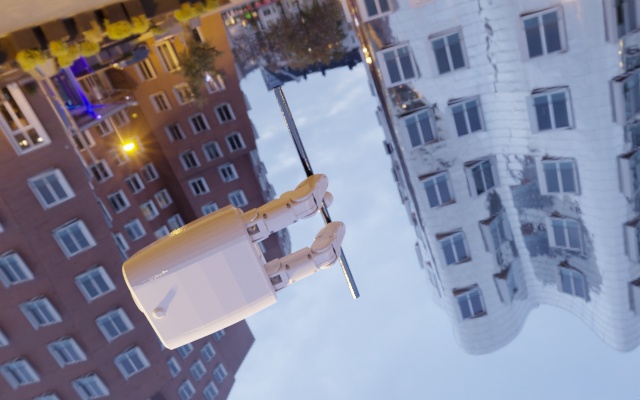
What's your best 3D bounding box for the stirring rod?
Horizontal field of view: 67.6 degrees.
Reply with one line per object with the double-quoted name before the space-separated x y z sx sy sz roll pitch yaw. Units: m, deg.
"stirring rod" 0.000 0.001 0.475 0.011 0.240 0.011 -17 23 8
